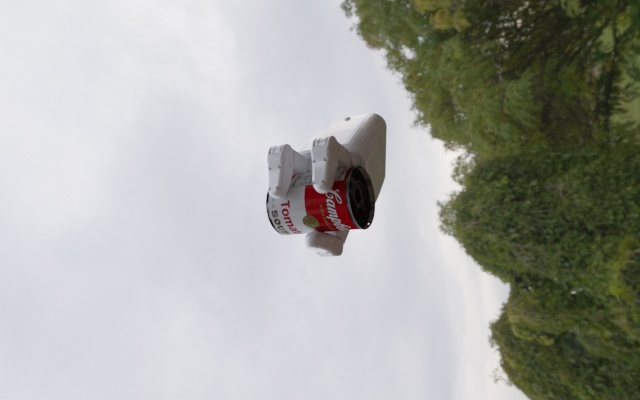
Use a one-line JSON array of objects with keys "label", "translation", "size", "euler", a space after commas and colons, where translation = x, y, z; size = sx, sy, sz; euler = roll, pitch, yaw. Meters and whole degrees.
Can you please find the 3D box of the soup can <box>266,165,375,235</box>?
[{"label": "soup can", "translation": [0.000, 0.002, 0.524], "size": [0.102, 0.068, 0.068], "euler": [-6, -3, 28]}]
